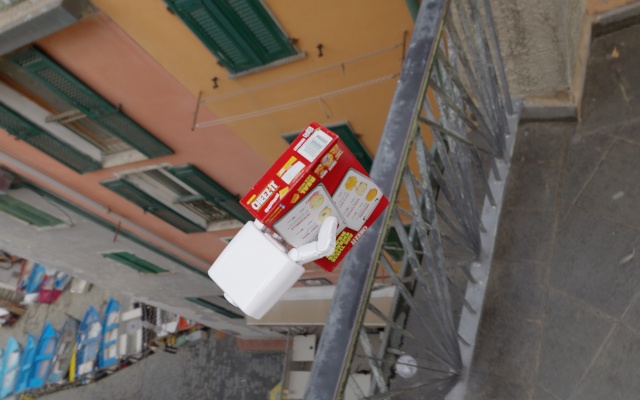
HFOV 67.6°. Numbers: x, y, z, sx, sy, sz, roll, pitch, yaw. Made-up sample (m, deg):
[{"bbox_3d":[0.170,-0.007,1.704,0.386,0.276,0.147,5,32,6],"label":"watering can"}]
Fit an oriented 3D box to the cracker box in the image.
[{"bbox_3d":[0.000,0.002,0.756,0.072,0.164,0.214,39,-3,39],"label":"cracker box"}]
